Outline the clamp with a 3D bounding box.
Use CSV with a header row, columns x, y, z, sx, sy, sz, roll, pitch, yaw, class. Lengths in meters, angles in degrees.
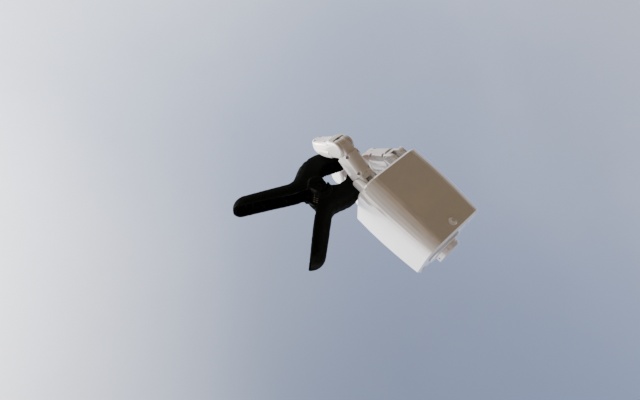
x,y,z,sx,sy,sz,roll,pitch,yaw,class
0.000,0.002,0.550,0.171,0.120,0.039,-36,-18,-27,clamp
